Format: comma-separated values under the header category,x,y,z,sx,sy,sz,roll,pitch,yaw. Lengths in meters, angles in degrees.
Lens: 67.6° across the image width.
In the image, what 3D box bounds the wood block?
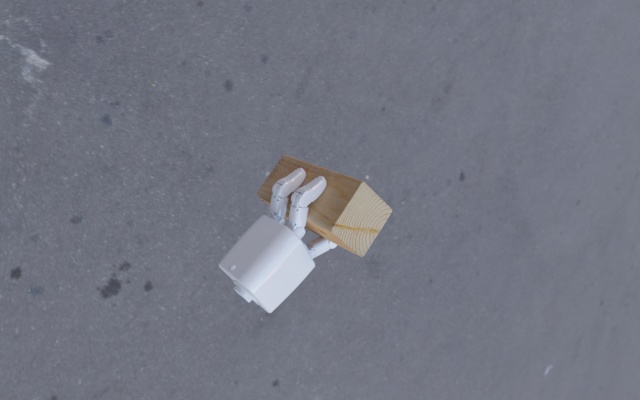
category,x,y,z,sx,sy,sz,roll,pitch,yaw
wood block,0.000,0.003,0.779,0.206,0.090,0.091,23,-14,48
